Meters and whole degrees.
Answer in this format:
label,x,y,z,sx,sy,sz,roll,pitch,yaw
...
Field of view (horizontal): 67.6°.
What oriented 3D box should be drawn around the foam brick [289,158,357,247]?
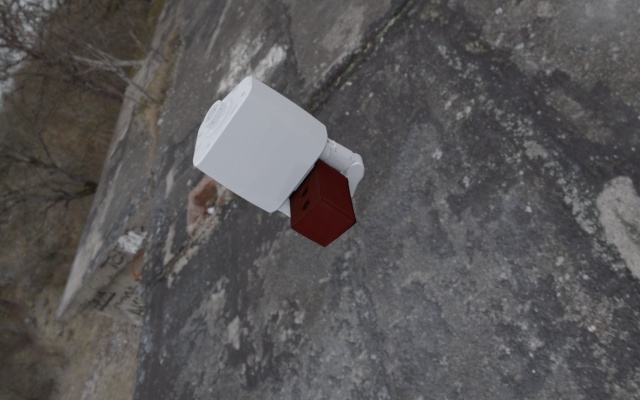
label,x,y,z,sx,sy,sz,roll,pitch,yaw
foam brick,0.000,0.002,0.534,0.051,0.078,0.053,32,-60,-29
